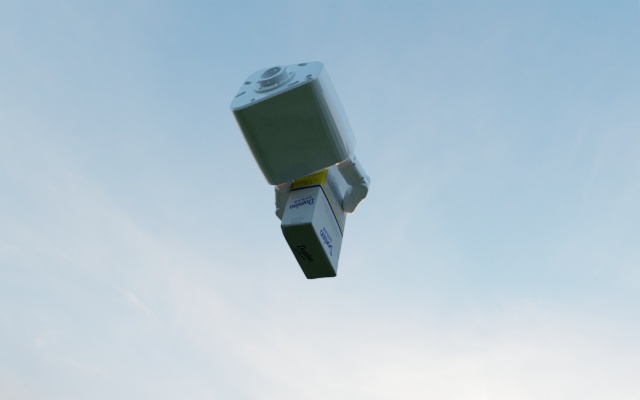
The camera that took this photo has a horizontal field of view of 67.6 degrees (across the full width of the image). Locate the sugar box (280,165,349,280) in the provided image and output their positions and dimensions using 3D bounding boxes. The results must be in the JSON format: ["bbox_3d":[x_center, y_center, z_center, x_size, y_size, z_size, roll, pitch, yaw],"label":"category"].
[{"bbox_3d":[0.000,0.002,0.601,0.048,0.093,0.176,-7,39,21],"label":"sugar box"}]
